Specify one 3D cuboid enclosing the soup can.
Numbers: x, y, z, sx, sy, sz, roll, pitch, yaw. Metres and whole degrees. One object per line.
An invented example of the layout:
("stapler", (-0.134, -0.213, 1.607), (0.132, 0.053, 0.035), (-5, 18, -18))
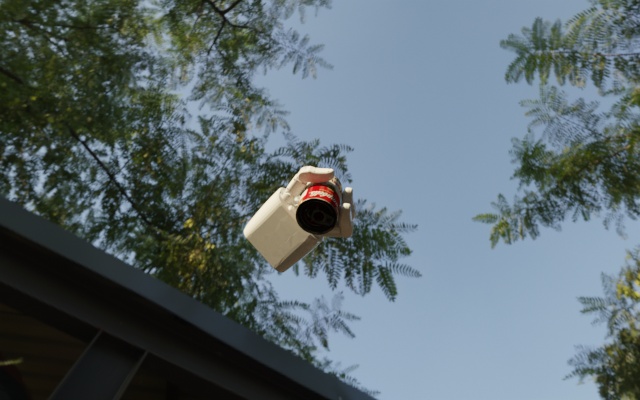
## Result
("soup can", (0.000, 0.002, 0.804), (0.068, 0.068, 0.102), (0, 28, 9))
